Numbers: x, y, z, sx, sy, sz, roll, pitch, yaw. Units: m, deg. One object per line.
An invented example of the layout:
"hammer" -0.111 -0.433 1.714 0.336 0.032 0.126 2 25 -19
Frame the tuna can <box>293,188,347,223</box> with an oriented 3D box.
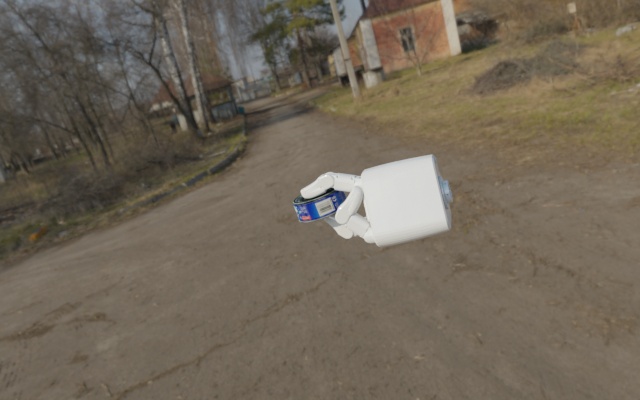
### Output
"tuna can" 0.000 0.002 0.758 0.086 0.034 0.086 -20 13 5
